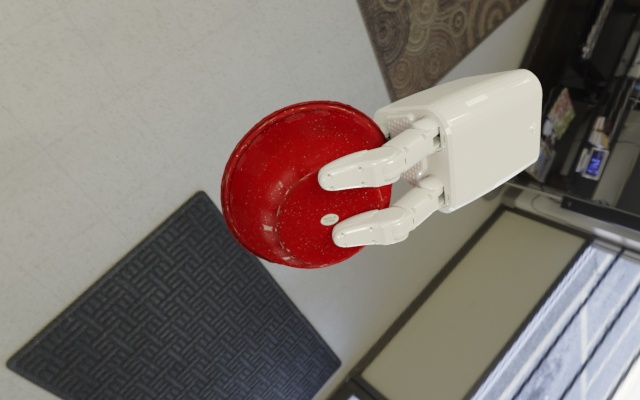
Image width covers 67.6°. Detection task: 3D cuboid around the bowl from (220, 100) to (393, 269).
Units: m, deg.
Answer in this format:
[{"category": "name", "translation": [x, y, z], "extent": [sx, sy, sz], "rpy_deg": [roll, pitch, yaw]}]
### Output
[{"category": "bowl", "translation": [-0.001, 0.002, 0.403], "extent": [0.162, 0.162, 0.055], "rpy_deg": [0, 27, -21]}]
